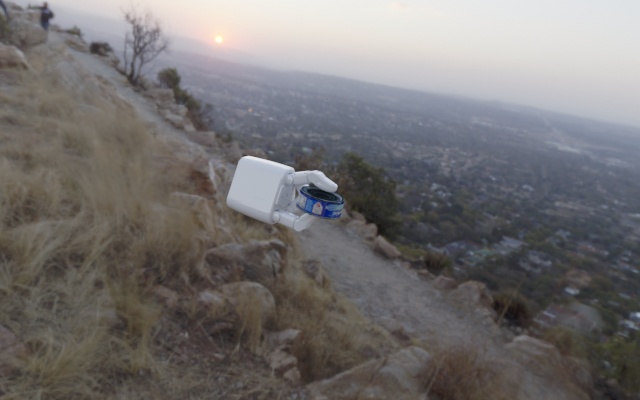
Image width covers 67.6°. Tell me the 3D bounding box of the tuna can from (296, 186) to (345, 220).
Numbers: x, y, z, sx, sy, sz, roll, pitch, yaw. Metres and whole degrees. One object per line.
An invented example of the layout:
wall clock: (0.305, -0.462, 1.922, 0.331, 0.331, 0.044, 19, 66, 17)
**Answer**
tuna can: (0.000, 0.002, 0.875, 0.086, 0.034, 0.086, 14, 16, -4)
